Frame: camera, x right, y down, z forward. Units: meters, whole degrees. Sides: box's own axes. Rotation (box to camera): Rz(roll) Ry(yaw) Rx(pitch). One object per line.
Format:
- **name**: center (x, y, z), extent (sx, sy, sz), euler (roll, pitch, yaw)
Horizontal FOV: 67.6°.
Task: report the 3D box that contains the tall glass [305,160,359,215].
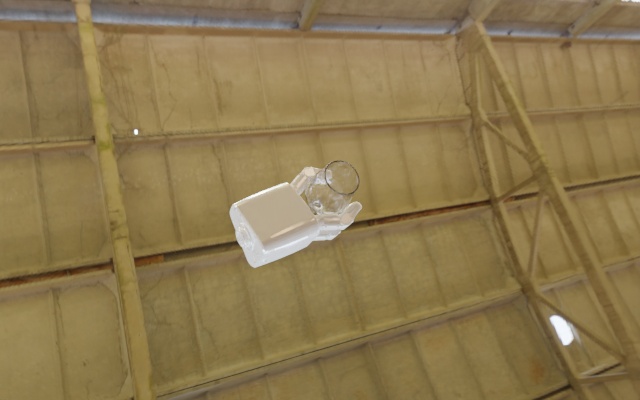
- **tall glass**: center (0.000, 0.003, 0.849), extent (0.079, 0.079, 0.201), euler (0, -24, -23)
